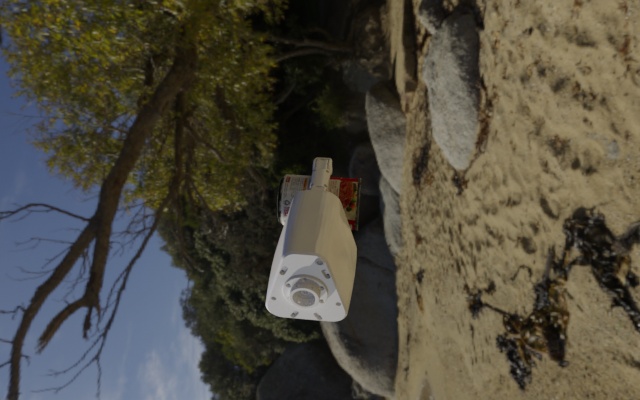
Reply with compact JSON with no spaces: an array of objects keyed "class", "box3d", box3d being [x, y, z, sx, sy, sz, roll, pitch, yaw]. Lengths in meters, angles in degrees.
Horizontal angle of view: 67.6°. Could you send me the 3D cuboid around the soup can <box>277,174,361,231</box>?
[{"class":"soup can","box3d":[0.000,0.002,0.619,0.102,0.068,0.068,4,0,5]}]
